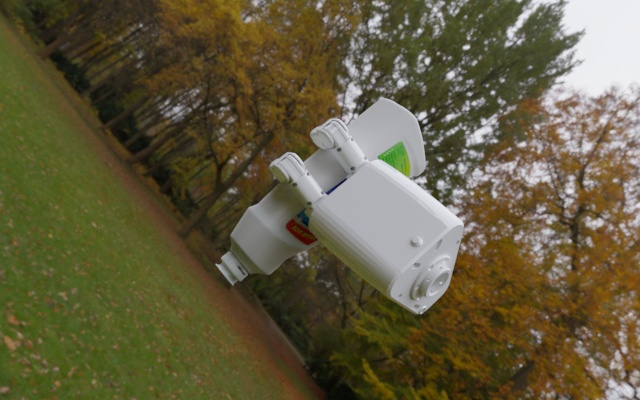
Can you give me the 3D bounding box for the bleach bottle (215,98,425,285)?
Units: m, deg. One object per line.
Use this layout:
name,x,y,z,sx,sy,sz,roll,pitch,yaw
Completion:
bleach bottle,0.000,0.002,0.511,0.068,0.251,0.103,41,-16,36
